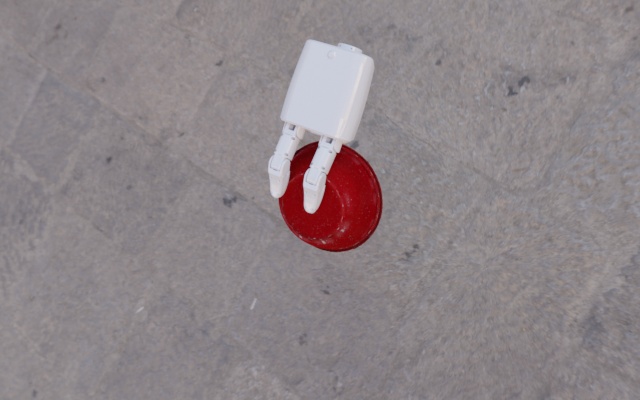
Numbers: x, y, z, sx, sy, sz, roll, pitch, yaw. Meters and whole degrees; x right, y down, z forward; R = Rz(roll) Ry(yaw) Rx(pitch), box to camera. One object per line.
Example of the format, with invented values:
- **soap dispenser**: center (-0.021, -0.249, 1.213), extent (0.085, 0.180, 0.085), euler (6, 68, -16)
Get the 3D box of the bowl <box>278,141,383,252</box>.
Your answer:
- **bowl**: center (0.000, 0.004, 0.652), extent (0.162, 0.162, 0.055), euler (0, 14, 27)
